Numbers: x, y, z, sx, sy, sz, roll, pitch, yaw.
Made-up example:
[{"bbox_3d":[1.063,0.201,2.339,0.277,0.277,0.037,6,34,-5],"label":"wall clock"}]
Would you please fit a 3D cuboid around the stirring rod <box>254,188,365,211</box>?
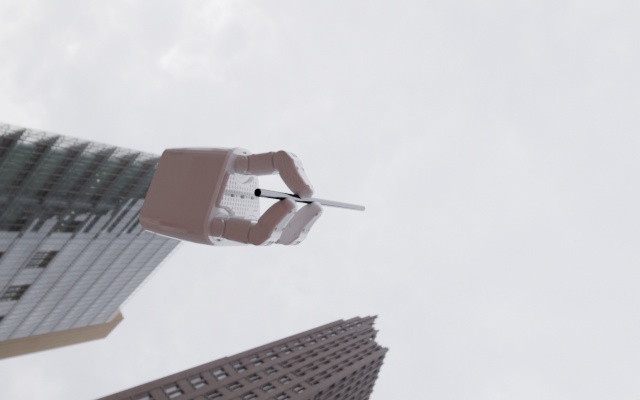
[{"bbox_3d":[0.000,0.002,0.534,0.011,0.011,0.239,0,-4,28],"label":"stirring rod"}]
